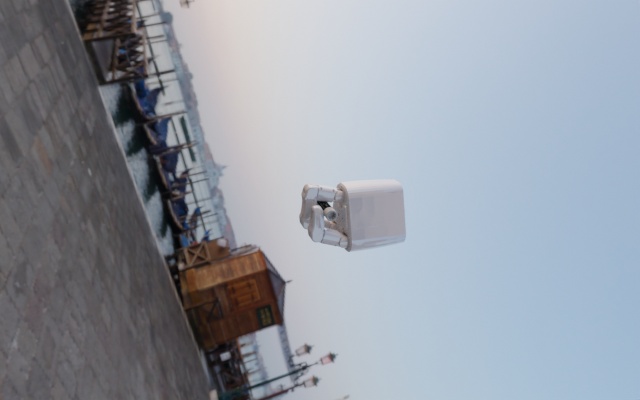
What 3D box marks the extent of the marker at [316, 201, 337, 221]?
[{"bbox_3d":[0.000,0.003,0.805,0.020,0.020,0.121,0,21,-19],"label":"marker"}]
